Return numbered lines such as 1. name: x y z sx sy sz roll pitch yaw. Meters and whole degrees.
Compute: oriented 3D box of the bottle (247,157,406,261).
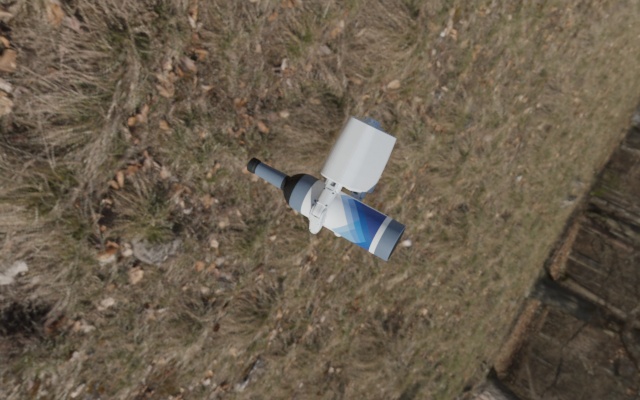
1. bottle: 0.000 0.003 0.822 0.295 0.069 0.069 29 8 14
